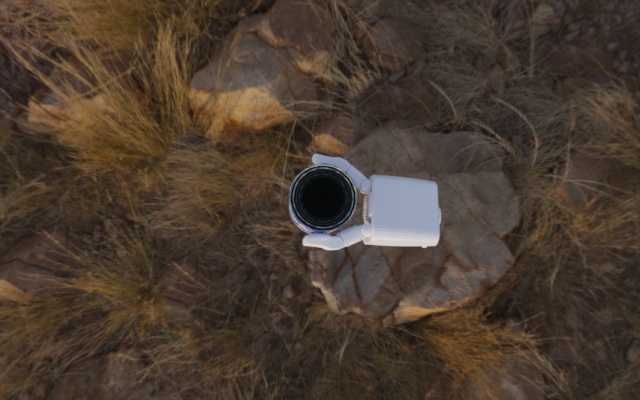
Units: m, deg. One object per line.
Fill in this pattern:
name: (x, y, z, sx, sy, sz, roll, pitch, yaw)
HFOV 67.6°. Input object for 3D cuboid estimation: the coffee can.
coffee can: (0.000, 0.002, 0.772, 0.103, 0.103, 0.140, 0, -6, -3)
